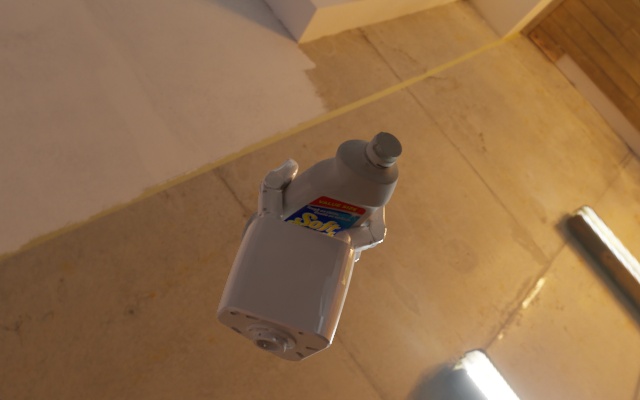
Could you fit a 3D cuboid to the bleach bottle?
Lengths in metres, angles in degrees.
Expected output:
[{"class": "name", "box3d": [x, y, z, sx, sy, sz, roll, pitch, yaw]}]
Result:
[{"class": "bleach bottle", "box3d": [0.000, 0.002, 0.538, 0.102, 0.068, 0.251, 28, -39, -14]}]
